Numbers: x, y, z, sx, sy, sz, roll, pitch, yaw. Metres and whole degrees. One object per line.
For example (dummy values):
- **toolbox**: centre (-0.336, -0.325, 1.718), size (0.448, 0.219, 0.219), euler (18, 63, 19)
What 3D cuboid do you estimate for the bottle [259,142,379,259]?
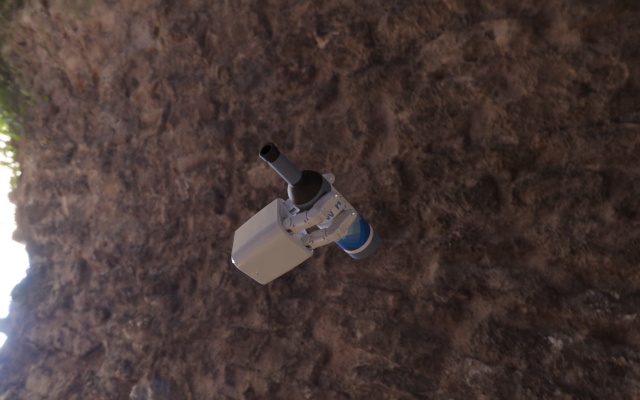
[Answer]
- **bottle**: centre (0.000, 0.003, 0.802), size (0.069, 0.069, 0.296), euler (0, -32, 40)
